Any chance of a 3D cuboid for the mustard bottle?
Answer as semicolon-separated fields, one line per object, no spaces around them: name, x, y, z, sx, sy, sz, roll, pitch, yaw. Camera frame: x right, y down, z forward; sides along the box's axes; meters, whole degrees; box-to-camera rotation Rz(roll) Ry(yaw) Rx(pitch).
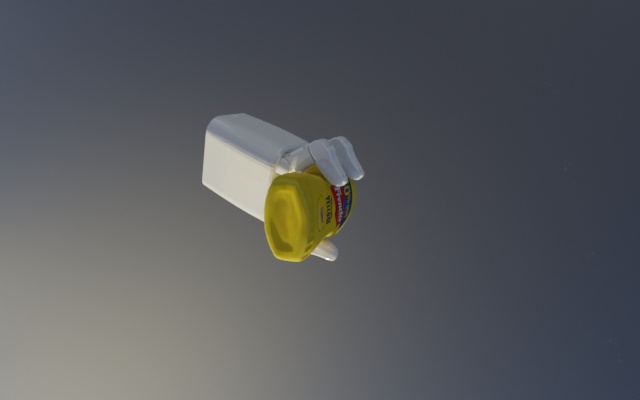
mustard bottle;0.000;0.002;0.596;0.058;0.096;0.191;4;14;23
